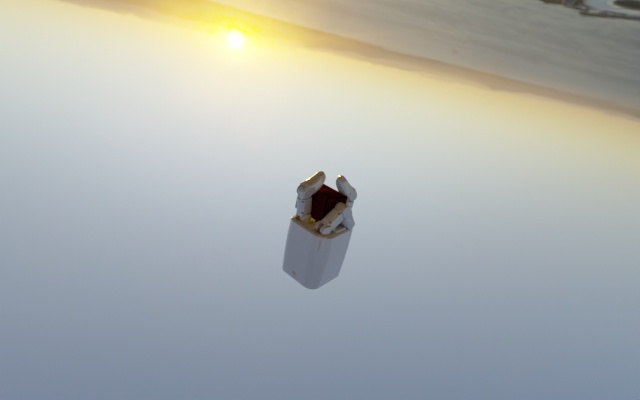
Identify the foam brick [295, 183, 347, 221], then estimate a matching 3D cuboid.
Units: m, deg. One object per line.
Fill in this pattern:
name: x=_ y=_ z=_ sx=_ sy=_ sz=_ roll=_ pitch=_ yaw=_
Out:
foam brick: x=0.000 y=0.003 z=0.869 sx=0.053 sy=0.051 sz=0.078 roll=-4 pitch=25 yaw=-43
